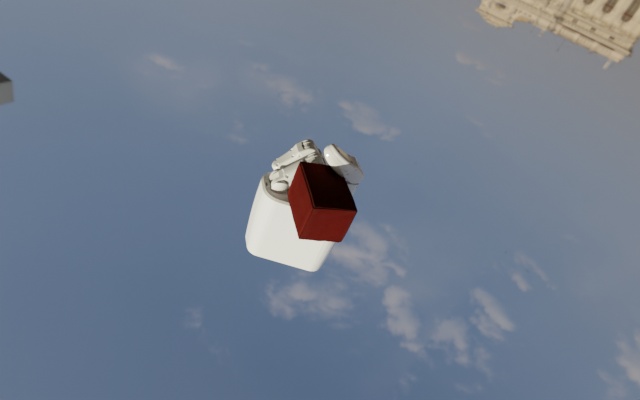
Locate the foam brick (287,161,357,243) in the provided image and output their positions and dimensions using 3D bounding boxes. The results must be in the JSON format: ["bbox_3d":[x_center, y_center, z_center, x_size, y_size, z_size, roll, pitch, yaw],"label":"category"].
[{"bbox_3d":[0.000,0.002,0.535,0.053,0.051,0.078,7,40,-22],"label":"foam brick"}]
